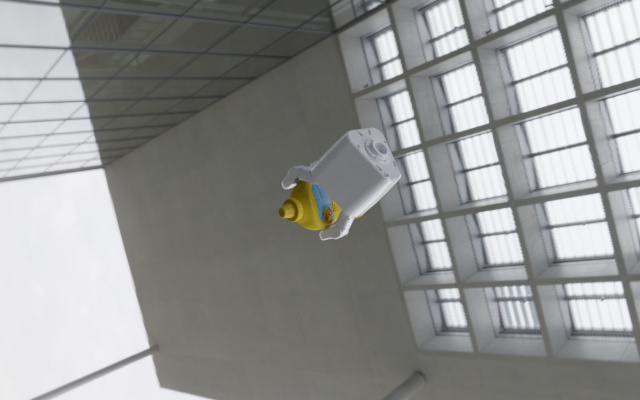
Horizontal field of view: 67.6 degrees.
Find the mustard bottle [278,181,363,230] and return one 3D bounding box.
[{"bbox_3d":[0.000,0.003,0.874,0.058,0.096,0.191,-13,2,45],"label":"mustard bottle"}]
